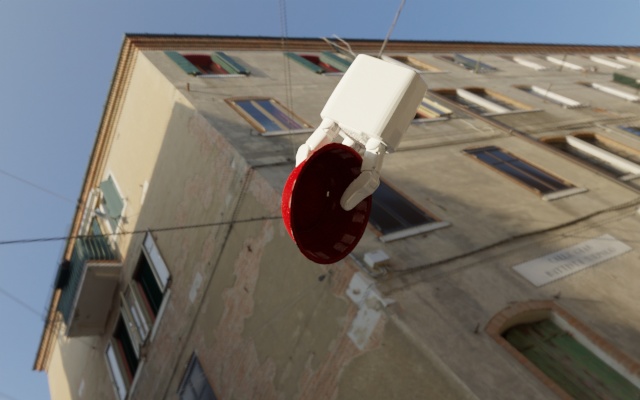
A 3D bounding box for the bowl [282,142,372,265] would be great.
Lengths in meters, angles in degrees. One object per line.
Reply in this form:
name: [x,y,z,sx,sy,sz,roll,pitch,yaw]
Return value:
bowl: [-0.001,0.003,0.644,0.055,0.162,0.162,9,6,42]
